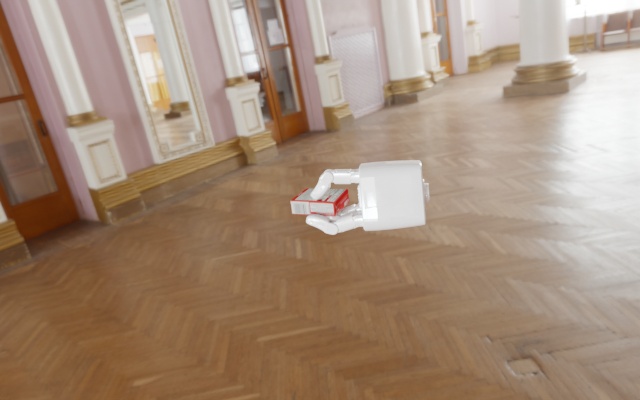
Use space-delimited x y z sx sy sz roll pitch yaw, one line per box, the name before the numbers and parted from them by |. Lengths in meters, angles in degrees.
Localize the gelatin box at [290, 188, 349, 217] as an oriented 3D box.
gelatin box | 0.000 0.002 0.878 0.089 0.030 0.073 3 21 22
